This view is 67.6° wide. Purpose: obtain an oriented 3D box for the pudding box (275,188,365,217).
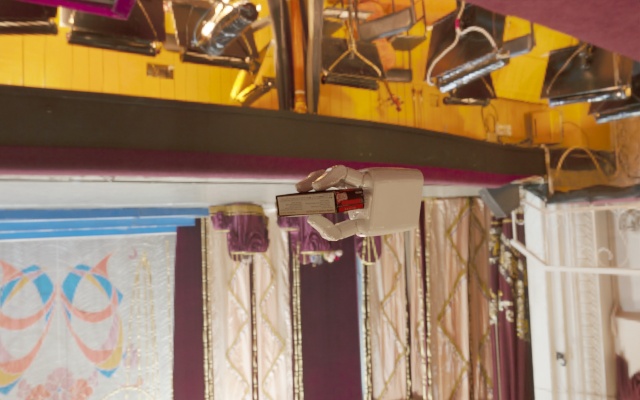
[{"bbox_3d":[0.000,0.003,0.756,0.113,0.039,0.090,-6,-1,33],"label":"pudding box"}]
